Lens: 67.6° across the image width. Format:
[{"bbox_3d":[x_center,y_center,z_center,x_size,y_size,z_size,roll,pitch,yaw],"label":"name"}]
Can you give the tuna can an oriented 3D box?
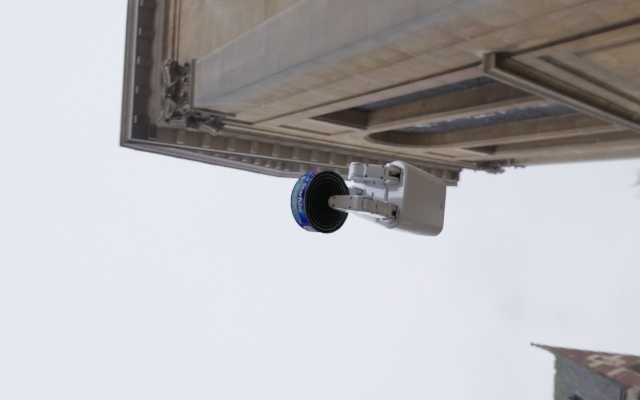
[{"bbox_3d":[0.000,0.002,0.655,0.086,0.086,0.034,0,1,-43],"label":"tuna can"}]
